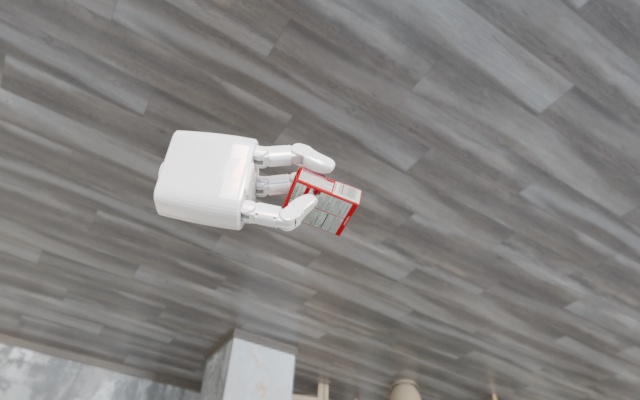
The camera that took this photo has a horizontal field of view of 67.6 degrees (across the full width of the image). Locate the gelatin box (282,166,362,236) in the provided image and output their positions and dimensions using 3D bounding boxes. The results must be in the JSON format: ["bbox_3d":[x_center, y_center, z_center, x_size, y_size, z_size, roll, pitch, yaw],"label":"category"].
[{"bbox_3d":[0.000,0.003,0.630,0.089,0.030,0.073,22,-43,-5],"label":"gelatin box"}]
